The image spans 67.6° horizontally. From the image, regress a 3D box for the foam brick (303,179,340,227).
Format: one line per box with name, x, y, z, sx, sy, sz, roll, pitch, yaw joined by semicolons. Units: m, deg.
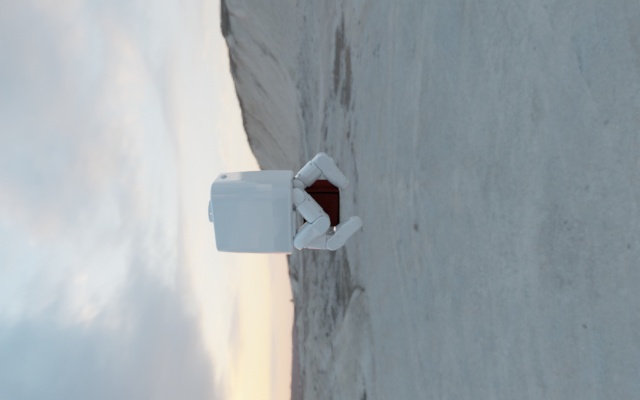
foam brick;0.000;0.002;0.698;0.051;0.053;0.078;-1;15;-2
